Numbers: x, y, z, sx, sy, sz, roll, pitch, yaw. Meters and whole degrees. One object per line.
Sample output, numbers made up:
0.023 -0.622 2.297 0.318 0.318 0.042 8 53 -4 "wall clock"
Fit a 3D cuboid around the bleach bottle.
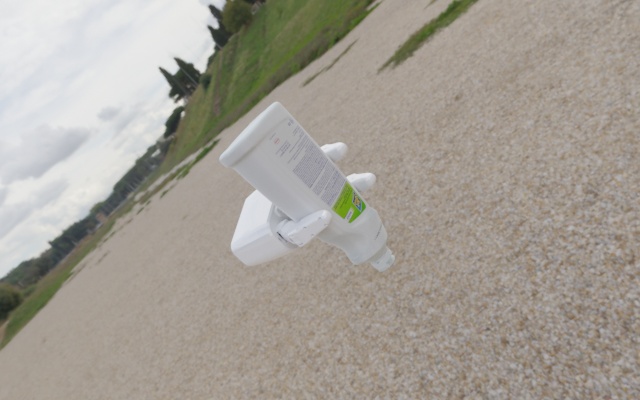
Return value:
0.000 0.002 0.591 0.068 0.251 0.102 -28 22 45 "bleach bottle"
